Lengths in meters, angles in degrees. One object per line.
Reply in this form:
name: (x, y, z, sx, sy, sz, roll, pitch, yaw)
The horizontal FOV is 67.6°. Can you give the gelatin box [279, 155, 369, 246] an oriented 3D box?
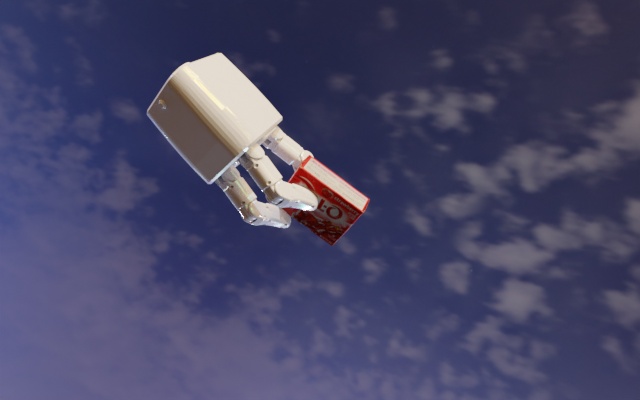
gelatin box: (0.001, 0.002, 0.555, 0.073, 0.089, 0.030, -51, 4, 42)
